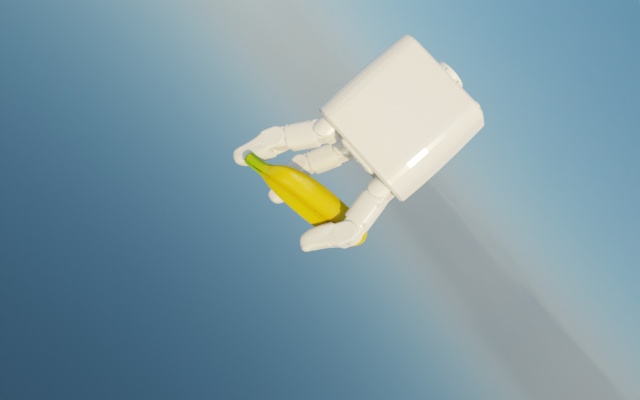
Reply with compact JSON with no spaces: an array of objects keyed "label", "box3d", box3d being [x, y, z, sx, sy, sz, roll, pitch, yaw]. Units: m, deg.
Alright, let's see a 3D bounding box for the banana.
[{"label":"banana","box3d":[0.007,0.010,0.495,0.198,0.037,0.069,40,7,-45]}]
